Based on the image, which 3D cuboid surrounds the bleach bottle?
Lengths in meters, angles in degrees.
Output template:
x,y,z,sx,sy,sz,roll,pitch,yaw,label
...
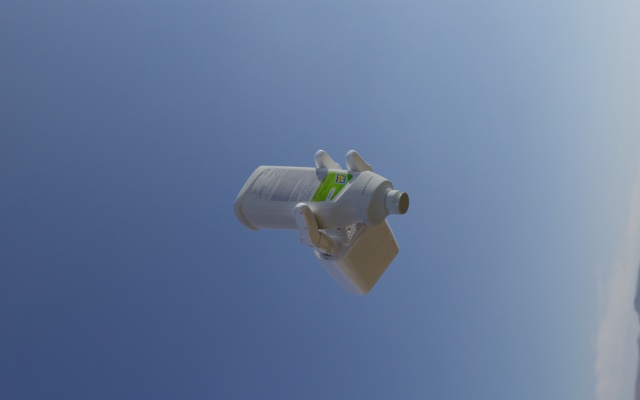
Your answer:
x,y,z,sx,sy,sz,roll,pitch,yaw,label
0.000,0.002,0.666,0.251,0.102,0.068,5,-35,36,bleach bottle
